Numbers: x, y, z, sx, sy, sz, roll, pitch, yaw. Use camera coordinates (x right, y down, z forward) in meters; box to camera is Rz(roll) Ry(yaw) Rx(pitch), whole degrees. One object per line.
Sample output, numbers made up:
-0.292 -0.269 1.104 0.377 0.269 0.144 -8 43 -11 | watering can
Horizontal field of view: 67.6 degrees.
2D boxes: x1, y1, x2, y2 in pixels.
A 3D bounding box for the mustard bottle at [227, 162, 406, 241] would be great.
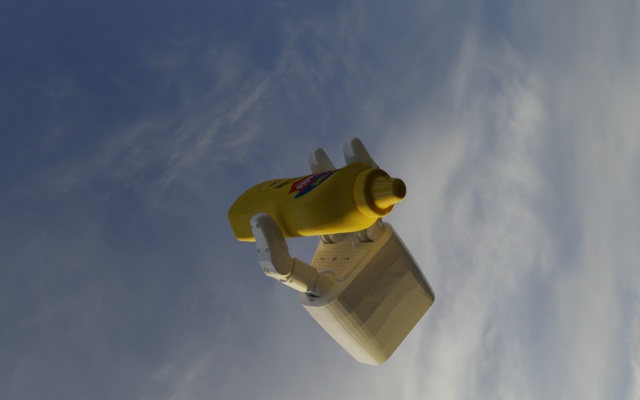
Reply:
0.000 0.001 0.450 0.096 0.058 0.191 -27 13 -41 | mustard bottle
